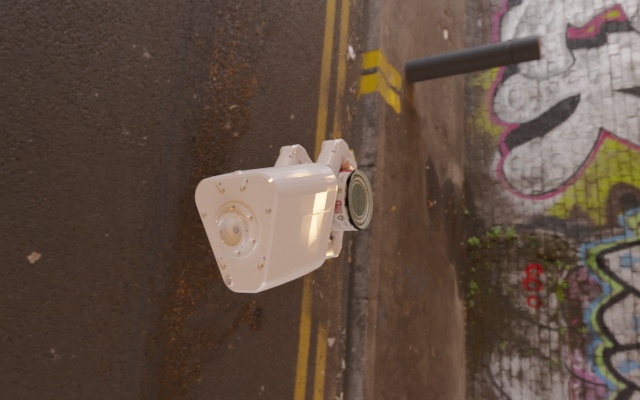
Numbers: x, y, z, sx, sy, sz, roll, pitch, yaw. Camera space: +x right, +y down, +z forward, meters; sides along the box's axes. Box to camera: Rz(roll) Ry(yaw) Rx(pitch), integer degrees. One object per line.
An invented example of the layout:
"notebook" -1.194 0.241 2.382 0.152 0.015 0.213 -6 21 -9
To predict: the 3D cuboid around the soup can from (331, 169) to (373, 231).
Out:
"soup can" 0.001 0.002 0.541 0.102 0.068 0.068 -4 -2 29
